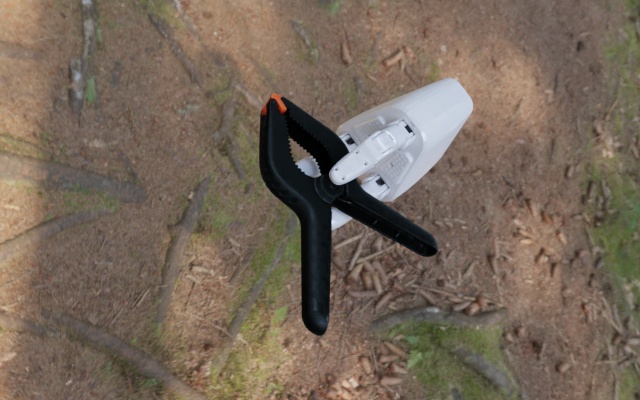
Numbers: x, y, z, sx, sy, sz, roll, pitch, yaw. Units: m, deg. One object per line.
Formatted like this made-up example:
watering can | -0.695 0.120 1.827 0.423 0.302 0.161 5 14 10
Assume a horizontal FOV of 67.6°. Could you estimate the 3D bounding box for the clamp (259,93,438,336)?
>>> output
clamp | 0.000 0.001 0.424 0.164 0.210 0.036 -34 -4 -39
